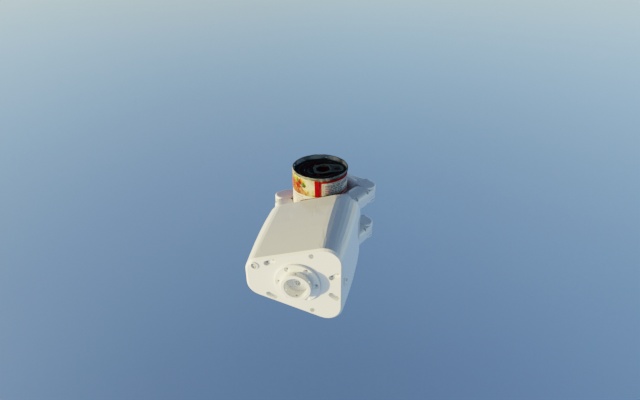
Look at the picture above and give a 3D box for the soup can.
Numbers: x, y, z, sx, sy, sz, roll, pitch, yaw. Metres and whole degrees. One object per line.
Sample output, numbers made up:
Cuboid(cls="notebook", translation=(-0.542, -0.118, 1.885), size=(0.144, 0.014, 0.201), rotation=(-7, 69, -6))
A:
Cuboid(cls="soup can", translation=(0.000, 0.002, 0.602), size=(0.068, 0.102, 0.068), rotation=(0, 30, 0))
